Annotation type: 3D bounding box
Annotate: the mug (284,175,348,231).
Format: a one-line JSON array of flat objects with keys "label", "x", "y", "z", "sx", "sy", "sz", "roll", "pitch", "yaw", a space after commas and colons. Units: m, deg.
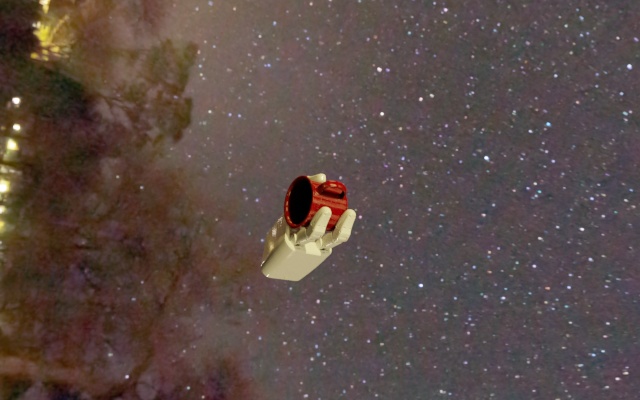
[{"label": "mug", "x": 0.001, "y": 0.002, "z": 0.835, "sx": 0.081, "sy": 0.093, "sz": 0.117, "roll": 13, "pitch": -42, "yaw": -34}]
